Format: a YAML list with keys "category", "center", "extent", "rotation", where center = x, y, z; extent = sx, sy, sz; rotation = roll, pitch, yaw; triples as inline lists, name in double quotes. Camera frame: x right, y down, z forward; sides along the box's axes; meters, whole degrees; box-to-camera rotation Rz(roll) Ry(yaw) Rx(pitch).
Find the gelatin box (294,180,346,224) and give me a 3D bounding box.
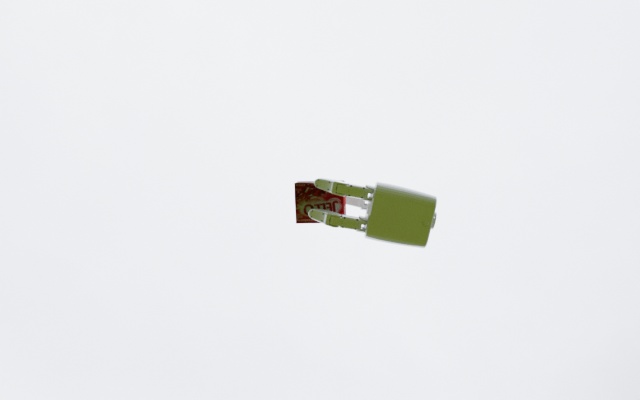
- category: "gelatin box"
  center: [0.000, 0.003, 0.839]
  extent: [0.089, 0.073, 0.030]
  rotation: [-1, 8, 11]
